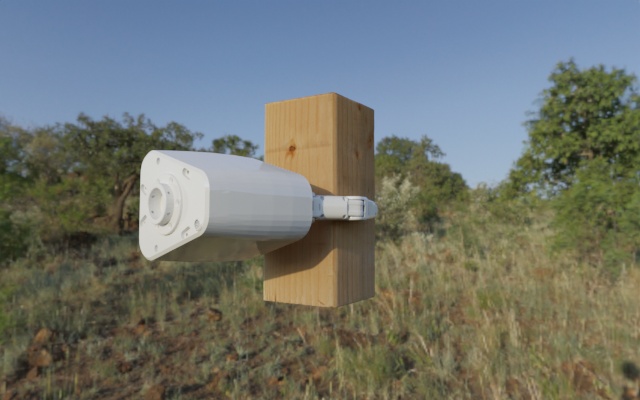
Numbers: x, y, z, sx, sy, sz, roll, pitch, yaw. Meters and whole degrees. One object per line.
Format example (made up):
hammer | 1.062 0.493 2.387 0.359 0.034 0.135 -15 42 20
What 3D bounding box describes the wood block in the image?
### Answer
wood block | 0.000 0.002 0.511 0.091 0.206 0.090 -1 -3 33
